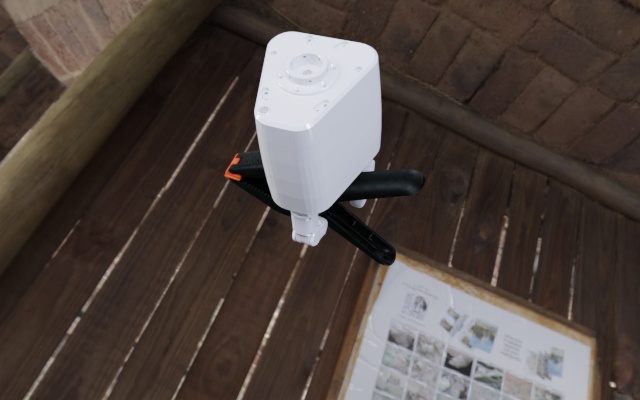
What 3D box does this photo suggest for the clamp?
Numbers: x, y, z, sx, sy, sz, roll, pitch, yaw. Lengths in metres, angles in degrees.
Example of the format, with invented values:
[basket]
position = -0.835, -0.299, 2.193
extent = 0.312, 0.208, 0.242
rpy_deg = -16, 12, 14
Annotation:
[clamp]
position = -0.001, 0.002, 0.512
extent = 0.210, 0.036, 0.165
rpy_deg = 15, -34, 15
